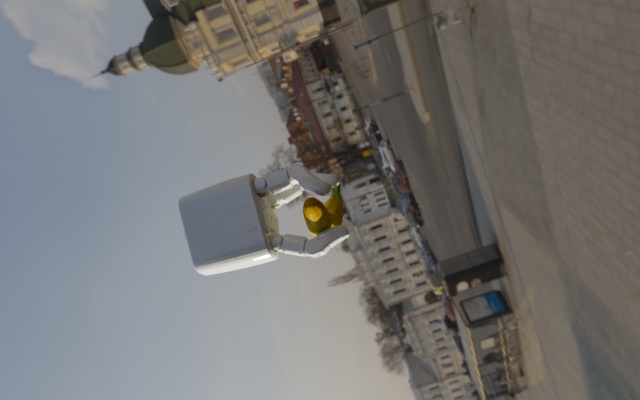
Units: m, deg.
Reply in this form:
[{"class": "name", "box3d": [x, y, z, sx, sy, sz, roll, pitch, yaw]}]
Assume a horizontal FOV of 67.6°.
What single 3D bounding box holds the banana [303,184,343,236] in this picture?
[{"class": "banana", "box3d": [0.005, 0.020, 0.667, 0.037, 0.069, 0.198, -11, 5, 11]}]
